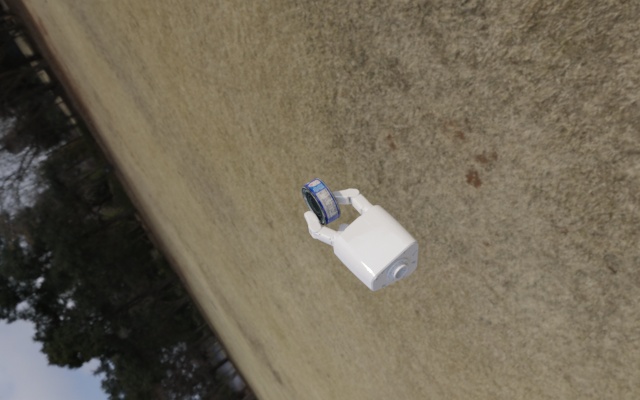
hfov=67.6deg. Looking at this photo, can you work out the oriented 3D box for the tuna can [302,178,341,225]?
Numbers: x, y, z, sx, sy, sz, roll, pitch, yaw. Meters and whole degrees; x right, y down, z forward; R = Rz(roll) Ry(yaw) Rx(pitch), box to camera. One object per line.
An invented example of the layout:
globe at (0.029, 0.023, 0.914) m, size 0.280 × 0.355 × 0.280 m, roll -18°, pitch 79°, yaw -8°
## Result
tuna can at (0.000, 0.003, 0.890) m, size 0.033 × 0.086 × 0.086 m, roll -30°, pitch 8°, yaw -15°
